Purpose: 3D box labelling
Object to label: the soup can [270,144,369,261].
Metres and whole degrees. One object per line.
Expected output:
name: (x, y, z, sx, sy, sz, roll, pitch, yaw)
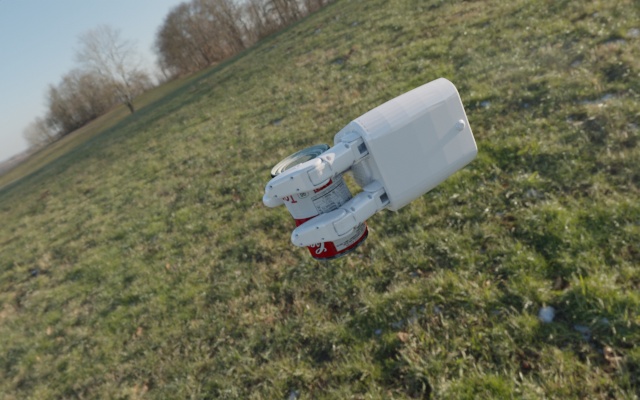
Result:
soup can: (-0.001, 0.002, 0.492, 0.068, 0.102, 0.068, -23, 20, 9)
